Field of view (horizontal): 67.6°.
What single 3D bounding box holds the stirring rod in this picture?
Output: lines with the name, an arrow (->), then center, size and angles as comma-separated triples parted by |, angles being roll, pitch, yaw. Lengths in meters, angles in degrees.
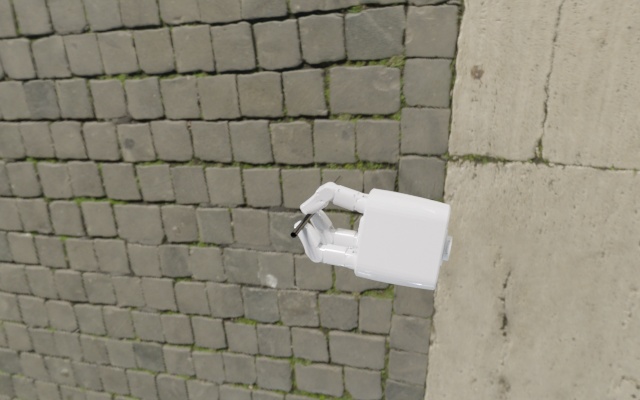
stirring rod -> 0.000, 0.002, 0.705 | 0.011, 0.011, 0.239 | 0, 20, 18
